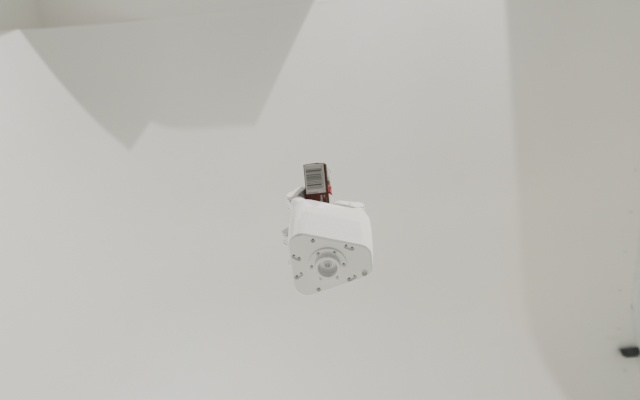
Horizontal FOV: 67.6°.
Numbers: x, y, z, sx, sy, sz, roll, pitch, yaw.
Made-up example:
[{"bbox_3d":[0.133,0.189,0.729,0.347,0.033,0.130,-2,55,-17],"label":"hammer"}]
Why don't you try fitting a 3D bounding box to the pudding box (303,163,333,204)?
[{"bbox_3d":[0.000,0.002,0.763,0.039,0.113,0.090,-4,-6,5],"label":"pudding box"}]
